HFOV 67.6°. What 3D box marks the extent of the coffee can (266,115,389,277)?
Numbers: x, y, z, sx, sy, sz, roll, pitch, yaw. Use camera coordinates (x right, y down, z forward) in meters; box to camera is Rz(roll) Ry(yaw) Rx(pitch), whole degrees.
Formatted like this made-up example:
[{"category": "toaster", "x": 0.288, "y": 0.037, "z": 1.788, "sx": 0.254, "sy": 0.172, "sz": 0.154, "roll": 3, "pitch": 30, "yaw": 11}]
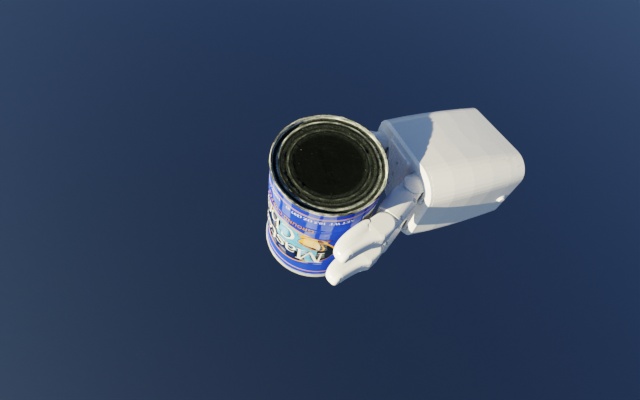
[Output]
[{"category": "coffee can", "x": 0.000, "y": 0.002, "z": 0.462, "sx": 0.103, "sy": 0.102, "sz": 0.140, "roll": 0, "pitch": -29, "yaw": -7}]
